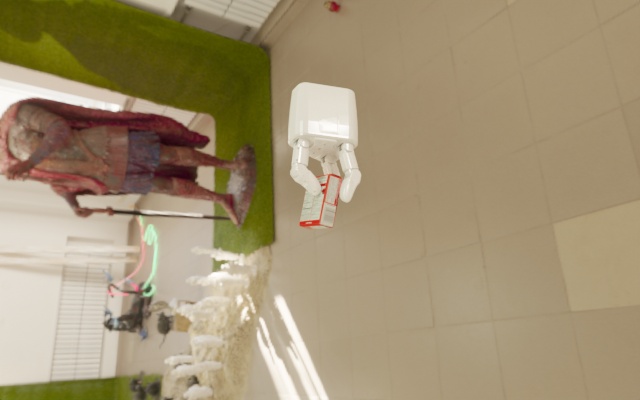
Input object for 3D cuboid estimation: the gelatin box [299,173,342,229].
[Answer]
[{"bbox_3d":[0.000,0.003,0.807,0.030,0.089,0.073,18,-13,-28],"label":"gelatin box"}]
